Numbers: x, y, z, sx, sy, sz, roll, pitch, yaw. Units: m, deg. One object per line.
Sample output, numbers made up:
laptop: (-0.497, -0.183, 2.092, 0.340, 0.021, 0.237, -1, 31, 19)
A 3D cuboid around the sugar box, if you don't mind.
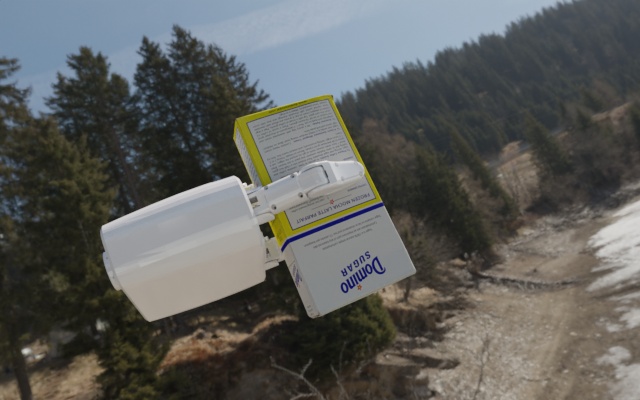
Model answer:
sugar box: (0.000, 0.001, 0.411, 0.093, 0.176, 0.048, -20, -10, -18)
